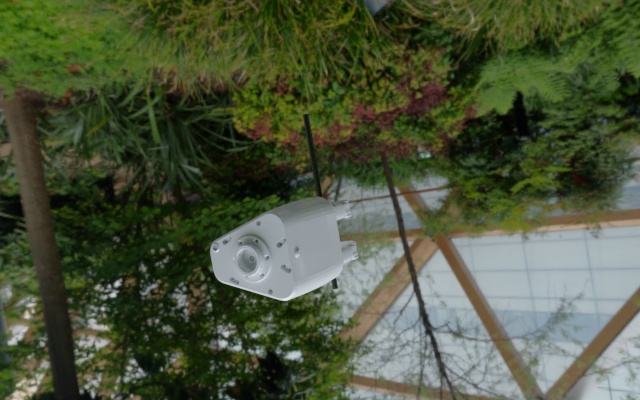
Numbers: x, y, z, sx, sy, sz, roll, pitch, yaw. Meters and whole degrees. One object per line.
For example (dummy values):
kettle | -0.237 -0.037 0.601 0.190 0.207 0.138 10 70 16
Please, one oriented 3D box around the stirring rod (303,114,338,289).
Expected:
stirring rod | 0.000 0.002 0.649 0.011 0.239 0.011 -10 2 0
